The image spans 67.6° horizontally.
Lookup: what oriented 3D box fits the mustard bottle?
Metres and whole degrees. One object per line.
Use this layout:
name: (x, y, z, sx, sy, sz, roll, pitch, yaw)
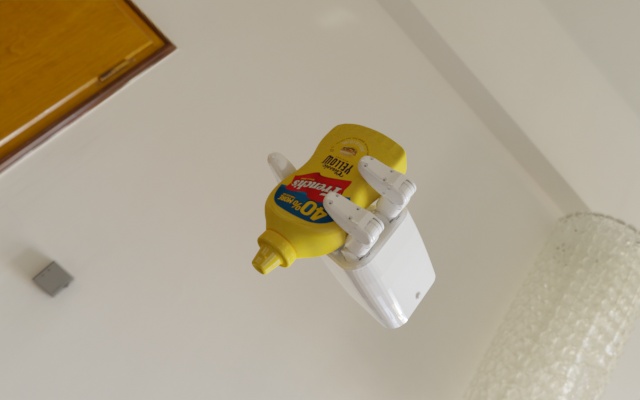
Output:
mustard bottle: (0.000, 0.001, 0.490, 0.096, 0.191, 0.058, 28, -30, 28)
